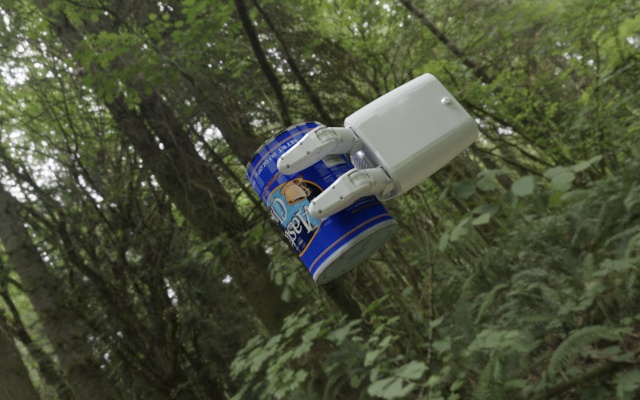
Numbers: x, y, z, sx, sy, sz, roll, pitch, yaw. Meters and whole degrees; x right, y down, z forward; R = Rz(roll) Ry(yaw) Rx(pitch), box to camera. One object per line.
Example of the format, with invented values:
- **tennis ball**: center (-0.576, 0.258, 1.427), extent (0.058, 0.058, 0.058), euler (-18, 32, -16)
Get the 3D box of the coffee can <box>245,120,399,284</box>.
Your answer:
- **coffee can**: center (0.000, 0.002, 0.505), extent (0.103, 0.140, 0.103), euler (-32, -18, -12)
